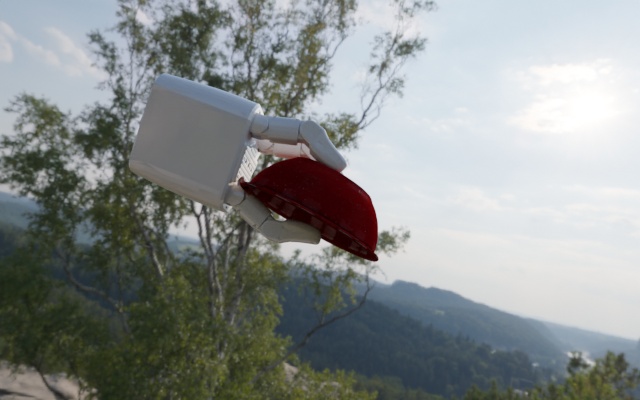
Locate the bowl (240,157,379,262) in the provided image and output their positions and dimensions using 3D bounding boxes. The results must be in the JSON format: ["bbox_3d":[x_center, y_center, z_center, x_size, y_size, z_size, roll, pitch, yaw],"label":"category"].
[{"bbox_3d":[0.001,0.002,0.495,0.162,0.055,0.162,29,-9,5],"label":"bowl"}]
